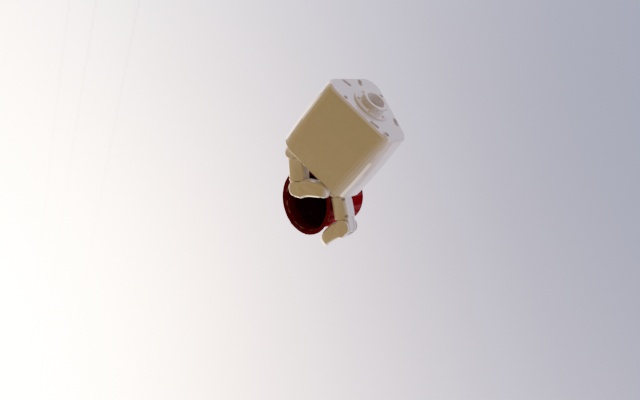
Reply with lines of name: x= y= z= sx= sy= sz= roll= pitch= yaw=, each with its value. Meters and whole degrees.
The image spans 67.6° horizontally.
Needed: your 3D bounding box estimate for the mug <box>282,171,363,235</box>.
mug: x=0.000 y=0.003 z=0.688 sx=0.081 sy=0.093 sz=0.117 roll=-13 pitch=-25 yaw=-45
